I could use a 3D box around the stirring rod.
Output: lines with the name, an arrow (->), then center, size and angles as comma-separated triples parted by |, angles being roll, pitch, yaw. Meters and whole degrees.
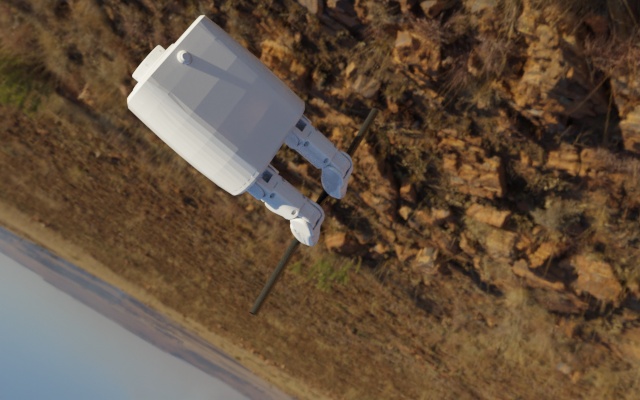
stirring rod -> 0.000, 0.001, 0.451 | 0.011, 0.239, 0.011 | 26, -23, 12
